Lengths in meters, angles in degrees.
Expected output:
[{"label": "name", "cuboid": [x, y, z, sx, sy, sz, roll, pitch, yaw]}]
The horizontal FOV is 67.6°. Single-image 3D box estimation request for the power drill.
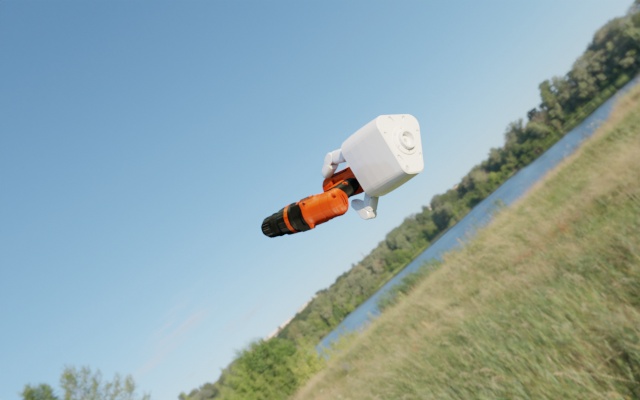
[{"label": "power drill", "cuboid": [0.001, 0.003, 0.869, 0.184, 0.057, 0.187, -19, 12, 35]}]
